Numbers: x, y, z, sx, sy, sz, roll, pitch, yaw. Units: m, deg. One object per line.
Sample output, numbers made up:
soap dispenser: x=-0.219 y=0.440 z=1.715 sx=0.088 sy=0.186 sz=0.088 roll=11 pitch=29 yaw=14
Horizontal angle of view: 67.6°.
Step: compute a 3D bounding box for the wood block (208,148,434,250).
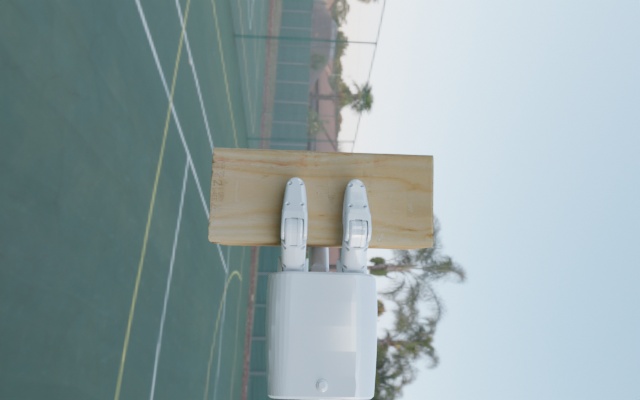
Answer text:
wood block: x=0.000 y=0.002 z=0.483 sx=0.206 sy=0.090 sz=0.091 roll=2 pitch=-7 yaw=-3
